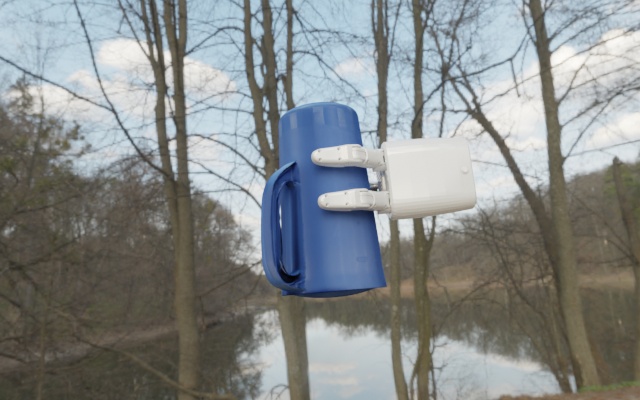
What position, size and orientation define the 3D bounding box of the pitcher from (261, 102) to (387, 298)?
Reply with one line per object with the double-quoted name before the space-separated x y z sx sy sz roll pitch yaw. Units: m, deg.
"pitcher" 0.000 0.002 0.614 0.145 0.242 0.149 -6 -10 0
